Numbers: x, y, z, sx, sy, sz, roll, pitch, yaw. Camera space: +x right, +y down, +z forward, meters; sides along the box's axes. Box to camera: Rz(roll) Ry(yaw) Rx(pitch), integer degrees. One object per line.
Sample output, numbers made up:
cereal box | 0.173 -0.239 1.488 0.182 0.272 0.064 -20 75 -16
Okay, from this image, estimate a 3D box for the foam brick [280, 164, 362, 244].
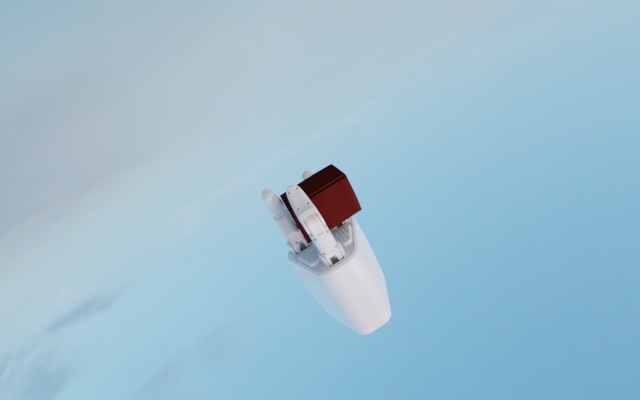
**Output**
foam brick | 0.000 0.002 0.569 0.078 0.051 0.053 -32 25 -3
